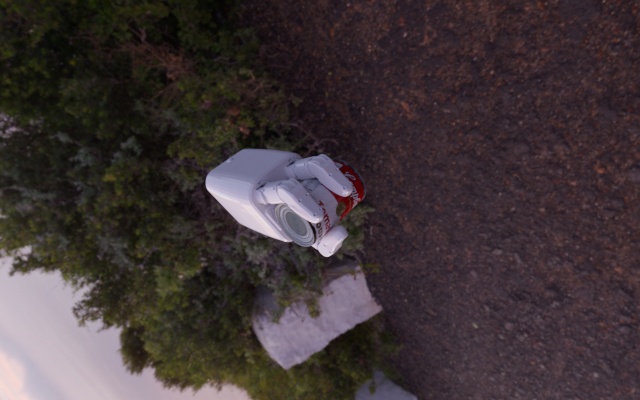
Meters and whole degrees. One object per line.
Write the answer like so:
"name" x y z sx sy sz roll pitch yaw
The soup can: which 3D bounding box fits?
"soup can" 0.000 0.002 0.602 0.102 0.068 0.068 -41 25 -32
